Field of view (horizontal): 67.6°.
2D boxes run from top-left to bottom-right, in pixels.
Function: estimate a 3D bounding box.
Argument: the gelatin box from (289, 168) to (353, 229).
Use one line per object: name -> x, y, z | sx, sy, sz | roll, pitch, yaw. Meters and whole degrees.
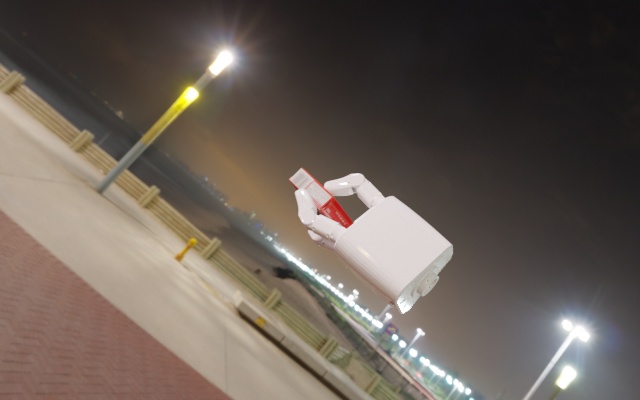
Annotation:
gelatin box -> 0.000, 0.002, 0.697 | 0.089, 0.030, 0.073 | 44, -6, 41
